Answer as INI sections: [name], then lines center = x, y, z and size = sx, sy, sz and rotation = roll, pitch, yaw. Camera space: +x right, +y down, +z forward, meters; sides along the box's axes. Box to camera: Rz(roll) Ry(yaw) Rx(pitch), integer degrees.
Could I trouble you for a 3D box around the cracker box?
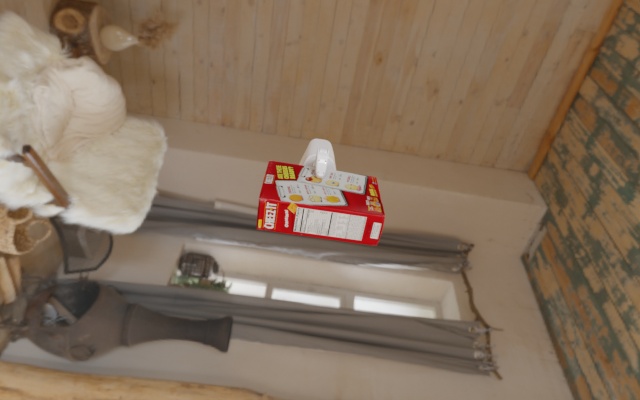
[cracker box]
center = 0.000, 0.003, 0.869
size = 0.214, 0.072, 0.164
rotation = 8, 27, -3
